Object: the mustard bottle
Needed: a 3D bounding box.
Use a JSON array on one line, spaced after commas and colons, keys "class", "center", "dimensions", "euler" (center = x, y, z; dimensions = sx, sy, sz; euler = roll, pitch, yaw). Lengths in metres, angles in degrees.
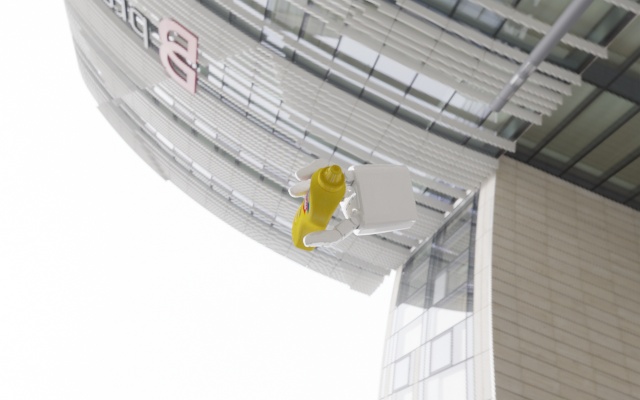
[{"class": "mustard bottle", "center": [0.000, 0.003, 0.785], "dimensions": [0.058, 0.096, 0.192], "euler": [18, -34, -6]}]
